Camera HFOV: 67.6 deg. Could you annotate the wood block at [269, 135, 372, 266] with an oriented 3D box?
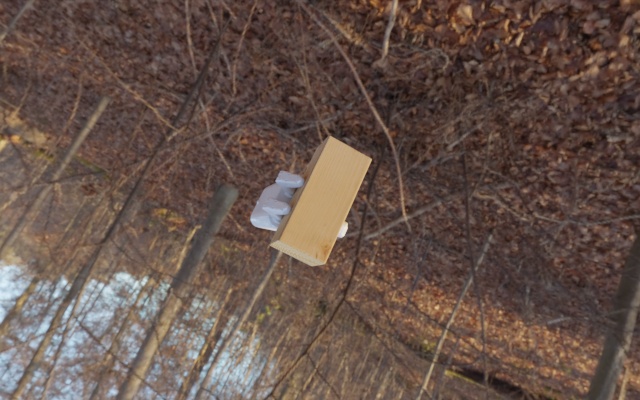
[{"bbox_3d":[0.000,0.003,0.849,0.091,0.206,0.090,28,-17,-10],"label":"wood block"}]
